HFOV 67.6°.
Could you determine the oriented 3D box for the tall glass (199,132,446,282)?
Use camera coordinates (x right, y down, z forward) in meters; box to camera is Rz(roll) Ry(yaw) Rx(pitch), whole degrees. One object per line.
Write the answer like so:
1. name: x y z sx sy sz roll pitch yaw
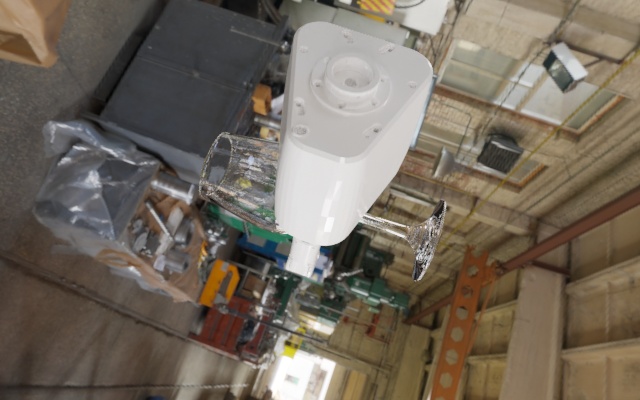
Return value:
1. tall glass: 0.001 0.002 0.415 0.201 0.079 0.079 19 1 4
